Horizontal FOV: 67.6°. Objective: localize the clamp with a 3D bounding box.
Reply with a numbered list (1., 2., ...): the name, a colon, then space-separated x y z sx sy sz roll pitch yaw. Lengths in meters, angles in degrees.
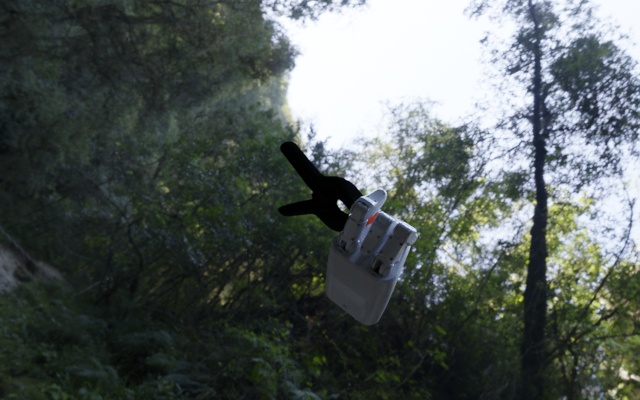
1. clamp: 0.001 0.002 0.677 0.171 0.120 0.039 36 47 27
